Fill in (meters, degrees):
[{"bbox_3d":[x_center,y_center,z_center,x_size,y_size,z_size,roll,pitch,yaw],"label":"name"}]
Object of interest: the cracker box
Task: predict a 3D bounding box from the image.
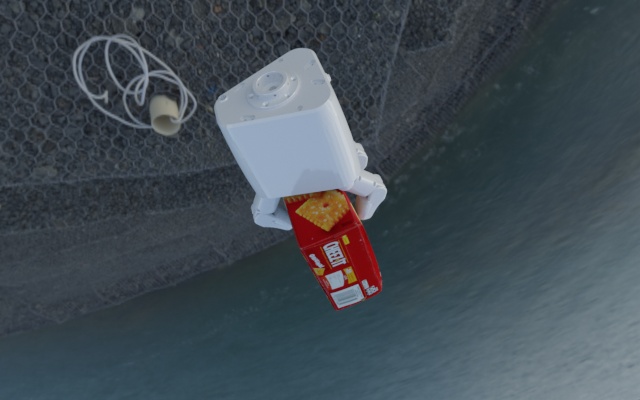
[{"bbox_3d":[0.000,0.002,0.584,0.072,0.213,0.164,-22,-38,2],"label":"cracker box"}]
